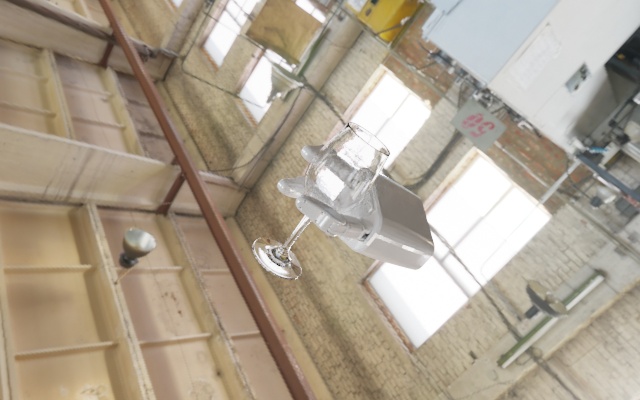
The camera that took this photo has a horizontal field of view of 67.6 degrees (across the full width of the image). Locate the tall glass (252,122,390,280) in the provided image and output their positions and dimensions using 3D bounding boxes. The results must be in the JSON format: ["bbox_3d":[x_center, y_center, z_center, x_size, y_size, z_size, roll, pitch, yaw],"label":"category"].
[{"bbox_3d":[0.000,0.002,0.585,0.079,0.201,0.079,32,22,-14],"label":"tall glass"}]
